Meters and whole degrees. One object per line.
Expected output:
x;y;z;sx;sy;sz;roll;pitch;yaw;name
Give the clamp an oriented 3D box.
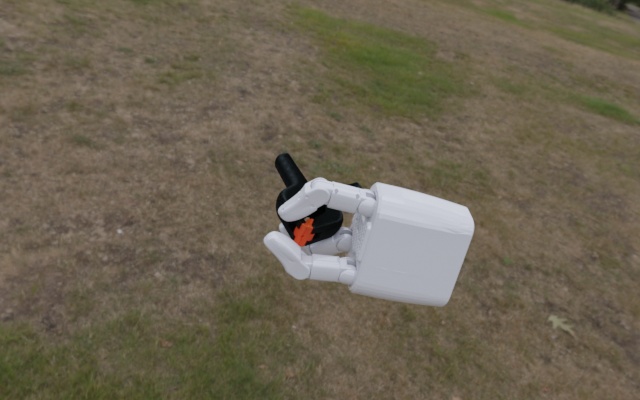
0.000;0.001;0.567;0.120;0.039;0.171;13;31;-9;clamp
